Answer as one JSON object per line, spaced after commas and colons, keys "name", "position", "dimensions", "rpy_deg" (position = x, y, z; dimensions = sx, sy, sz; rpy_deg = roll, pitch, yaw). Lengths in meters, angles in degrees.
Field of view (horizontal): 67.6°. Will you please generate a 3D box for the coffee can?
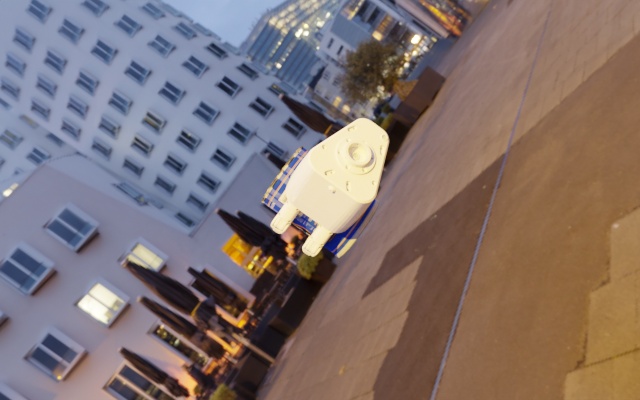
{"name": "coffee can", "position": [0.000, 0.002, 0.703], "dimensions": [0.140, 0.103, 0.103], "rpy_deg": [36, -1, -1]}
